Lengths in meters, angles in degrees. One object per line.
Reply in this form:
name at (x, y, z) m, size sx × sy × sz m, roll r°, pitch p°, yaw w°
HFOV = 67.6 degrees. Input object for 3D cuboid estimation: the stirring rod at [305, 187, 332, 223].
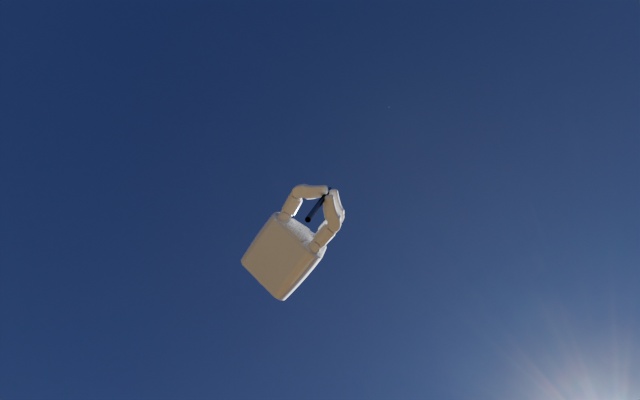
stirring rod at (0.000, 0.003, 0.746) m, size 0.011 × 0.011 × 0.239 m, roll 0°, pitch 11°, yaw 8°
